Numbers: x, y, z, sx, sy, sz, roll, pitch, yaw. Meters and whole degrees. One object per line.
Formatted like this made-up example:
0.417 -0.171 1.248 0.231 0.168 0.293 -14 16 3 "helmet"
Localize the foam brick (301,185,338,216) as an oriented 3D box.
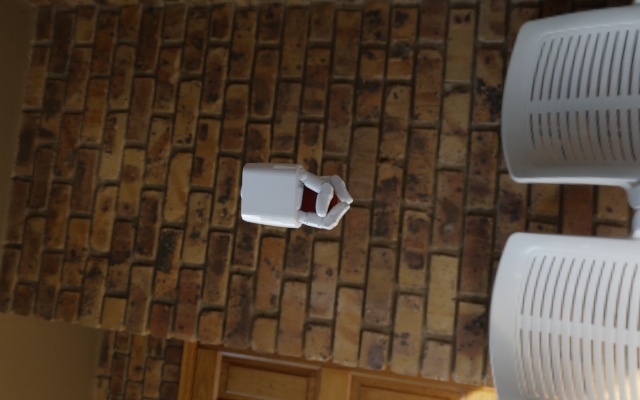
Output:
0.000 0.003 0.895 0.051 0.053 0.078 5 -12 13 "foam brick"
